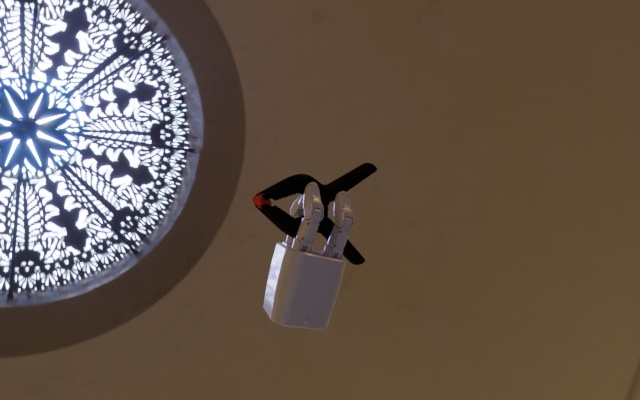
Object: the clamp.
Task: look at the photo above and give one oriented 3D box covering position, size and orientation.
[{"bbox_3d":[-0.001,0.002,0.726,0.210,0.164,0.036,16,-6,-32],"label":"clamp"}]
